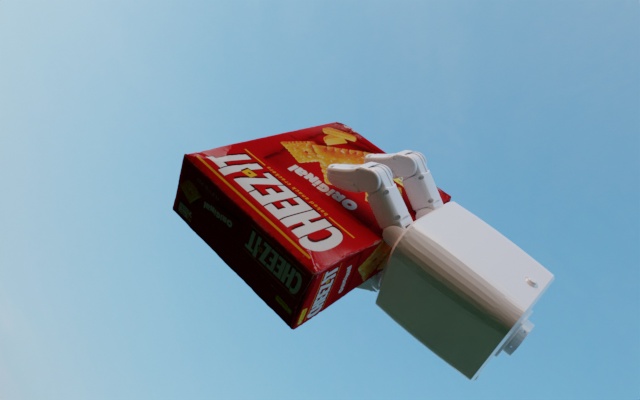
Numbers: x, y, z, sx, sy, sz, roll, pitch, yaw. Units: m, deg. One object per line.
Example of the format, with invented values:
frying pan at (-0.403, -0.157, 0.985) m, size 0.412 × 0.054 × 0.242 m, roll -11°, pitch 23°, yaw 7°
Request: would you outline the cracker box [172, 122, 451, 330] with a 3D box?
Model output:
cracker box at (0.000, 0.002, 0.455) m, size 0.164 × 0.072 × 0.213 m, roll 38°, pitch 36°, yaw 26°
